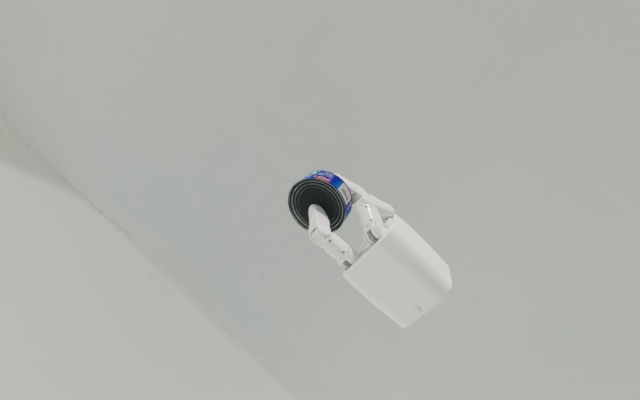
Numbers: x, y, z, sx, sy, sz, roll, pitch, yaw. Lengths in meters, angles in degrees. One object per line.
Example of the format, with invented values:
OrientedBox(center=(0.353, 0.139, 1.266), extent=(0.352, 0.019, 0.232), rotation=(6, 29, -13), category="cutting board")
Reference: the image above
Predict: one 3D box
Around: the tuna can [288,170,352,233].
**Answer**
OrientedBox(center=(0.000, 0.002, 0.663), extent=(0.086, 0.086, 0.033), rotation=(0, 26, 25), category="tuna can")
